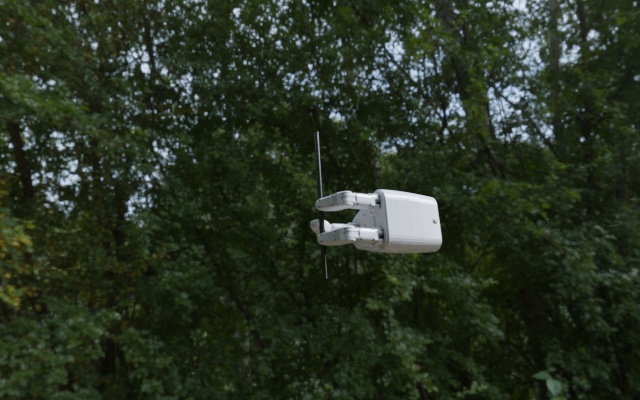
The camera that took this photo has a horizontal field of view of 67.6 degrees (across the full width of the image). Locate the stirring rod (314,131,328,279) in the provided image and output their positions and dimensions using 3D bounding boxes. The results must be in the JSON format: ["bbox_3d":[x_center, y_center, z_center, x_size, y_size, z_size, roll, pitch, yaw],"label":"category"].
[{"bbox_3d":[0.000,0.003,0.745,0.011,0.239,0.011,-3,-18,-1],"label":"stirring rod"}]
